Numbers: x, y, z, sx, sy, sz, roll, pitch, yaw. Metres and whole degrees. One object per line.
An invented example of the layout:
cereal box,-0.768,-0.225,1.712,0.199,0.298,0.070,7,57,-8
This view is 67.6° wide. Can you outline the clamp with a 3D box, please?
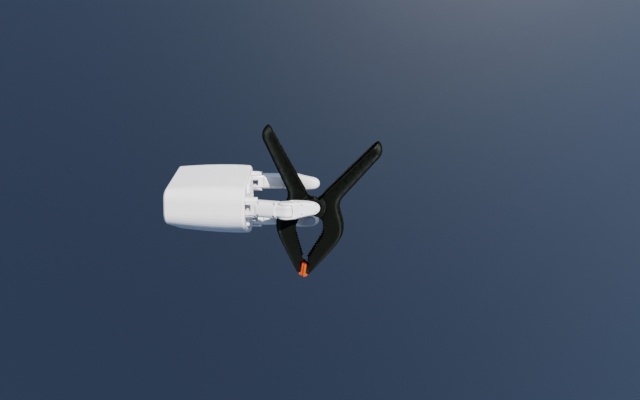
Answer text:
clamp,0.000,0.003,0.666,0.164,0.210,0.036,2,10,0
